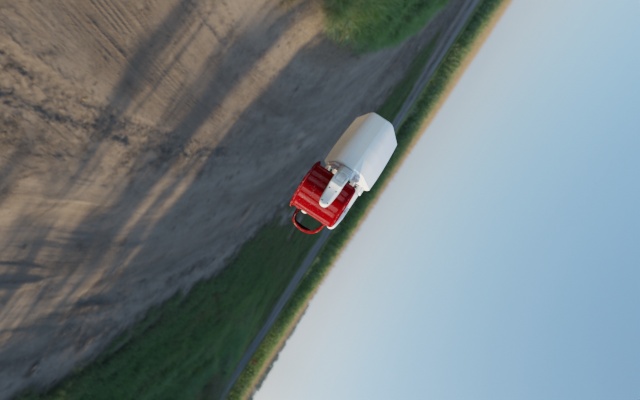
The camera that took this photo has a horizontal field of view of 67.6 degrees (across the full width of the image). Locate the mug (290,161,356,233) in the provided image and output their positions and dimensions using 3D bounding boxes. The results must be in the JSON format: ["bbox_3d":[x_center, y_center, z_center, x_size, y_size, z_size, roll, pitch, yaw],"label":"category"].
[{"bbox_3d":[-0.001,0.004,0.816,0.081,0.117,0.093,33,-4,5],"label":"mug"}]
